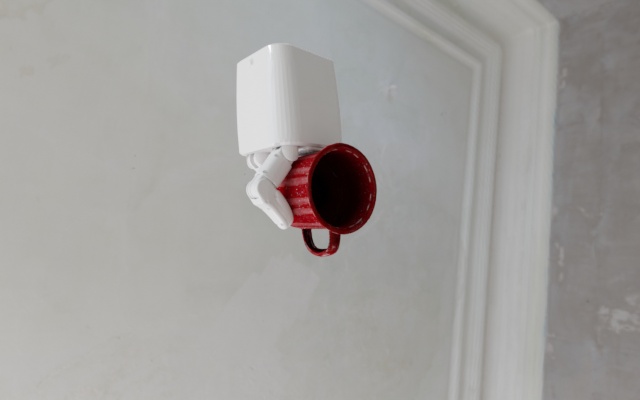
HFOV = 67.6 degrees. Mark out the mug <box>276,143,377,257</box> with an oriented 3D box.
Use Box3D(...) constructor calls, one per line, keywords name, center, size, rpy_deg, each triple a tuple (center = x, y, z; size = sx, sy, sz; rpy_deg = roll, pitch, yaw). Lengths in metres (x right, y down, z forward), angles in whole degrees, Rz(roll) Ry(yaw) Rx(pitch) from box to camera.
Box3D(name="mug", center=(0.000, 0.003, 0.514), size=(0.093, 0.117, 0.081), rpy_deg=(-2, -2, -38))
